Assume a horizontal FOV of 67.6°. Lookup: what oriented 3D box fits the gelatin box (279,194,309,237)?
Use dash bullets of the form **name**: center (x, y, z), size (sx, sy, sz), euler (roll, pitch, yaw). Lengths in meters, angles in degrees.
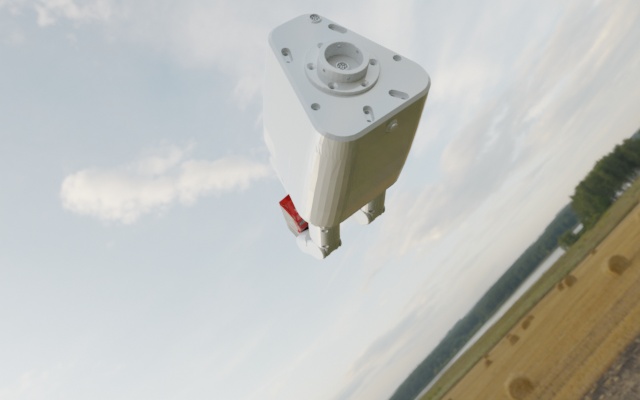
- **gelatin box**: center (0.000, 0.001, 0.465), size (0.073, 0.030, 0.089), euler (-40, -15, -11)
